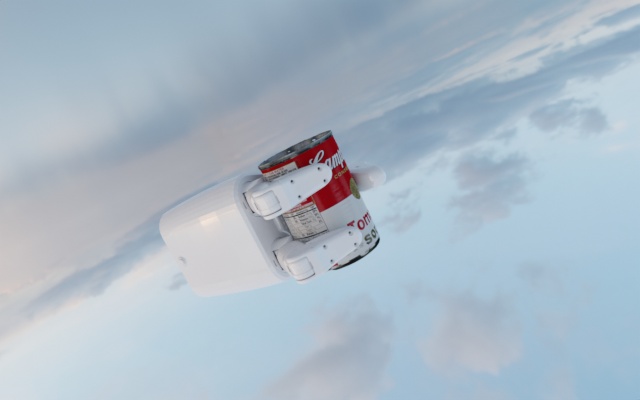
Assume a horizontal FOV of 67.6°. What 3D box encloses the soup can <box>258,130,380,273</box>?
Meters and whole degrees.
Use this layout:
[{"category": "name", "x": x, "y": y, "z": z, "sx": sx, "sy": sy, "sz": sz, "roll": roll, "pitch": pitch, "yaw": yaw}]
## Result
[{"category": "soup can", "x": 0.001, "y": 0.001, "z": 0.403, "sx": 0.068, "sy": 0.102, "sz": 0.068, "roll": -25, "pitch": 11, "yaw": 5}]
